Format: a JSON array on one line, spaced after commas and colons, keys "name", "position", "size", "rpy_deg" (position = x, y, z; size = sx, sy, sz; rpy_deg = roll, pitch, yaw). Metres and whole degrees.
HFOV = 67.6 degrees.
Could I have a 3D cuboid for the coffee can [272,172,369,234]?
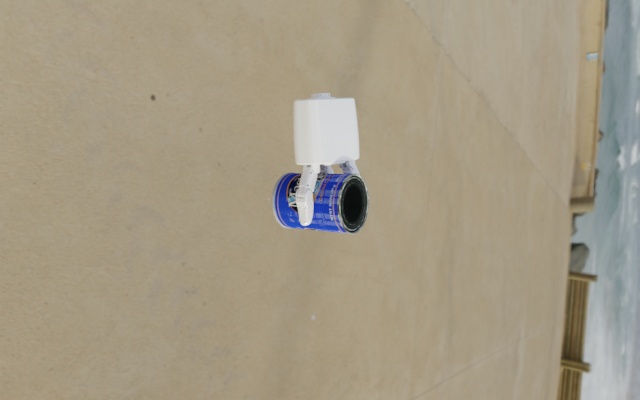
[{"name": "coffee can", "position": [0.000, 0.003, 0.841], "size": [0.140, 0.103, 0.103], "rpy_deg": [3, 2, 34]}]
